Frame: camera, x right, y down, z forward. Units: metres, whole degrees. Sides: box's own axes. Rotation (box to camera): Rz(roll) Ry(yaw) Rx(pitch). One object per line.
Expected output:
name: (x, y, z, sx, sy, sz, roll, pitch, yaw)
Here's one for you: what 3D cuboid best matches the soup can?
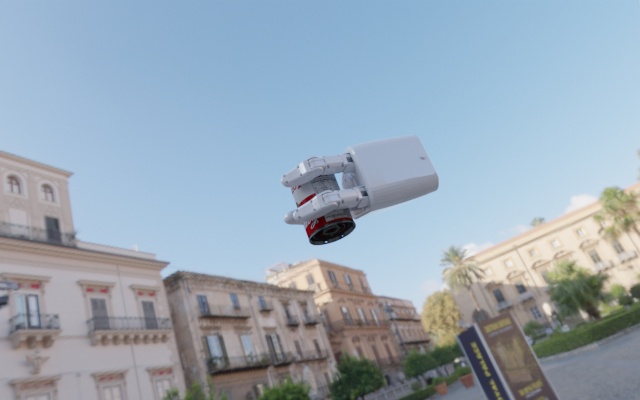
soup can: (0.000, 0.002, 0.667, 0.068, 0.102, 0.068, -18, -24, -8)
